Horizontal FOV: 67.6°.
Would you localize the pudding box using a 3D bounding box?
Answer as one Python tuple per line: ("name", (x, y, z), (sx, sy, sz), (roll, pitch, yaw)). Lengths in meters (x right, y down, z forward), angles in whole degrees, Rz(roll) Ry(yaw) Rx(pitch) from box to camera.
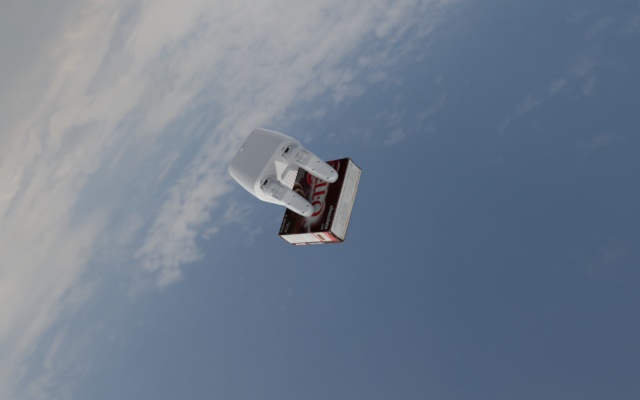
("pudding box", (0.000, 0.002, 0.640), (0.090, 0.113, 0.039), (-8, -32, 40))
